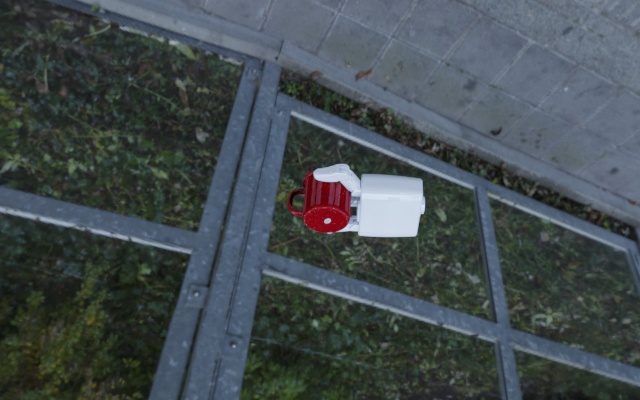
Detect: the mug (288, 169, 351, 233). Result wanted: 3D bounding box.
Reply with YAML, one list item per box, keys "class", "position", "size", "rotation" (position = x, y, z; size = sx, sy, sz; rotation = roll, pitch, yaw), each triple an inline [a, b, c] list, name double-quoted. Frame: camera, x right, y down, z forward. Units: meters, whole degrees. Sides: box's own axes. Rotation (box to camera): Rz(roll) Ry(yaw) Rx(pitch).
- class: "mug"
  position: [-0.001, 0.003, 0.837]
  size: [0.117, 0.081, 0.093]
  rotation: [1, -37, 4]
